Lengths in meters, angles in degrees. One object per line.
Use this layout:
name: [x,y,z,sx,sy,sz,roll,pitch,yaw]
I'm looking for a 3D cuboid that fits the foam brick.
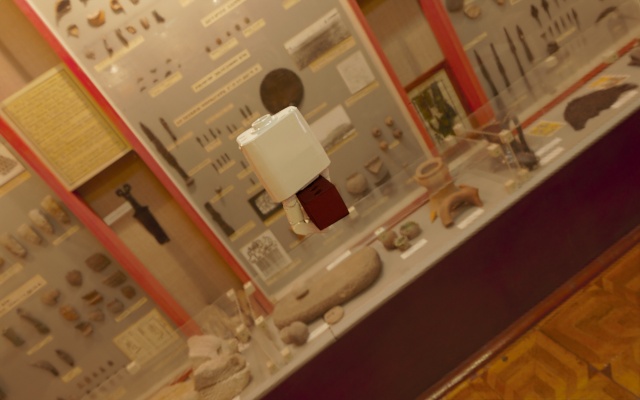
foam brick: [0.000,0.002,0.727,0.053,0.051,0.078,-32,21,-7]
